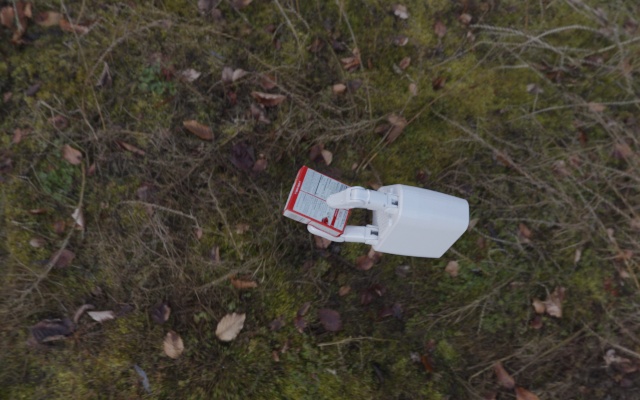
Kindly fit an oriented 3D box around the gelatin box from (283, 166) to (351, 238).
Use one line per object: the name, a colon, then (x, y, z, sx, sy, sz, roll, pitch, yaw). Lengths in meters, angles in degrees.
gelatin box: (0.000, 0.002, 0.681, 0.089, 0.073, 0.030, 24, -24, -10)
